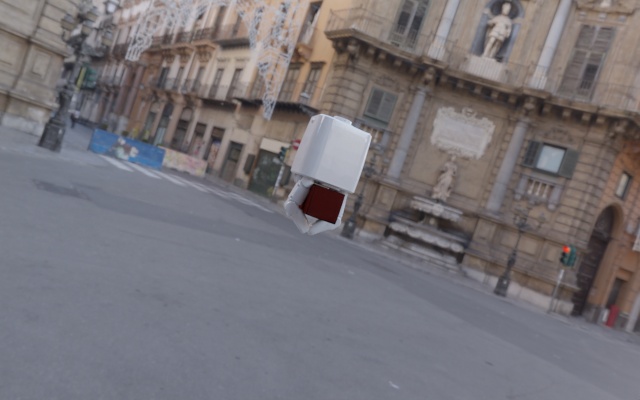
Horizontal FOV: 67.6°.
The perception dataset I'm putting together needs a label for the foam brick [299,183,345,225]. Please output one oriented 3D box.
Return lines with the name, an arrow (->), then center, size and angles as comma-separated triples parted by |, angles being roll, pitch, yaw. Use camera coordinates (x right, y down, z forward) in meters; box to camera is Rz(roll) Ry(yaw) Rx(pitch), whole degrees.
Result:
foam brick -> 0.000, 0.003, 0.791 | 0.053, 0.051, 0.078 | 19, 2, -15
